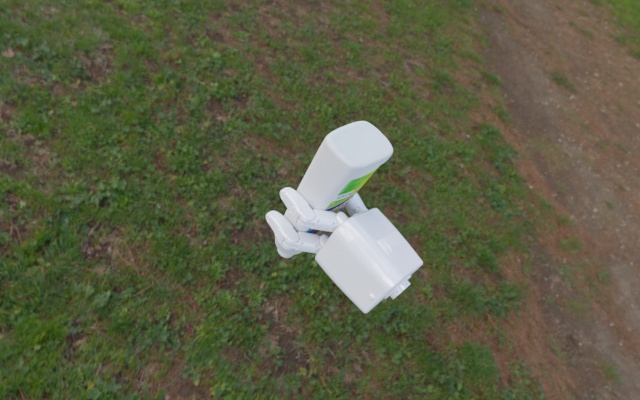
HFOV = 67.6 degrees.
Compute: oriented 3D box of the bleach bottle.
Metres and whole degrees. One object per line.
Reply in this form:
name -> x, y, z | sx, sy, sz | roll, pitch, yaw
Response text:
bleach bottle -> 0.000, 0.002, 0.687 | 0.102, 0.068, 0.251 | -27, -21, -42
